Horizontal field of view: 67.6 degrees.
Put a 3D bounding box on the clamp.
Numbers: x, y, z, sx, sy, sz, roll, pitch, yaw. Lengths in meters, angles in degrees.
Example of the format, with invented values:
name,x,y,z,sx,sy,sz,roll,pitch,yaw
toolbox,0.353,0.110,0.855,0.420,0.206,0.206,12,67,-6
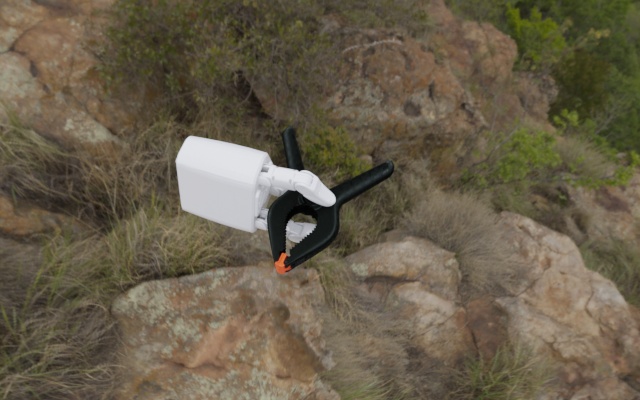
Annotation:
name,x,y,z,sx,sy,sz,roll,pitch,yaw
clamp,0.000,0.002,0.626,0.164,0.210,0.036,14,-28,8
